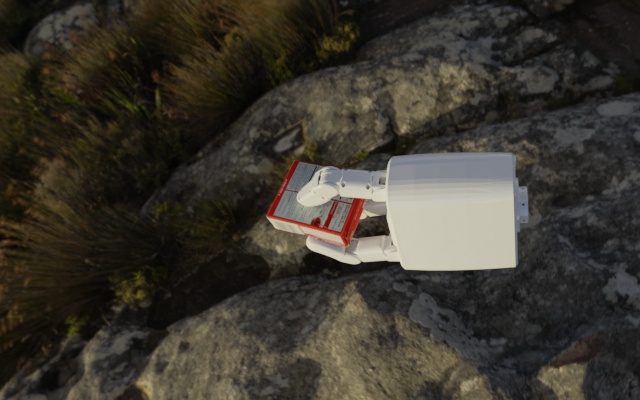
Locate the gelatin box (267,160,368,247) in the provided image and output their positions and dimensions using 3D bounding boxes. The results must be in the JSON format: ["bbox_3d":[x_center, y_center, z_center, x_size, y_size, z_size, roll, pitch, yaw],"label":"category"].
[{"bbox_3d":[0.000,0.001,0.491,0.089,0.073,0.030,12,-26,24],"label":"gelatin box"}]
